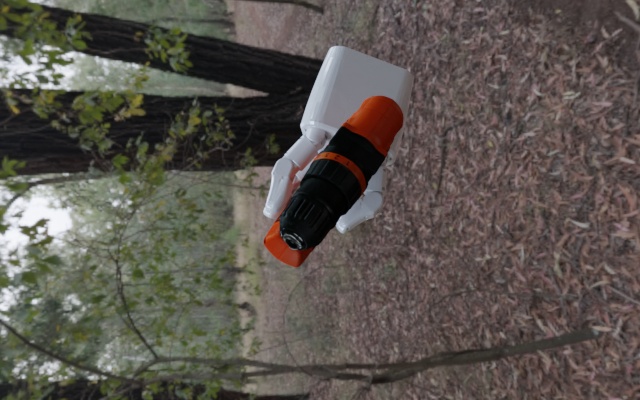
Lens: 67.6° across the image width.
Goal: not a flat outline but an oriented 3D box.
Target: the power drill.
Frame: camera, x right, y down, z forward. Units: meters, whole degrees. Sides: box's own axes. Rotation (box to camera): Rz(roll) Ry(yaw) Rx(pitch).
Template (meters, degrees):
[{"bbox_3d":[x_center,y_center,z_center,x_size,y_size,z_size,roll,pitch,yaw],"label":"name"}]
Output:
[{"bbox_3d":[0.000,0.002,0.480,0.057,0.184,0.188,38,-33,-1],"label":"power drill"}]
